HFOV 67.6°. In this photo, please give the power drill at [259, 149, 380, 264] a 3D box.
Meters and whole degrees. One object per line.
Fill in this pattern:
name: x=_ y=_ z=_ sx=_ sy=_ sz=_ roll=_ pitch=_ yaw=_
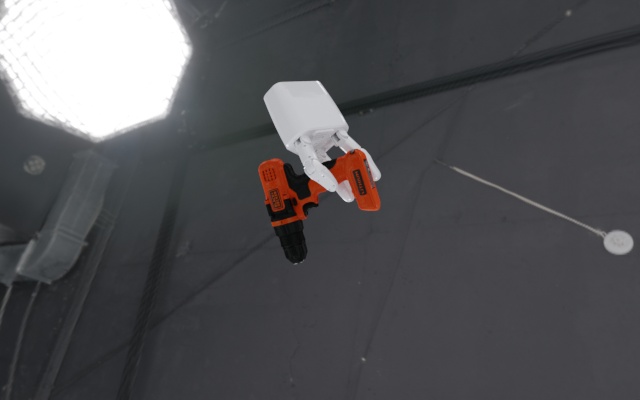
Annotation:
power drill: x=0.000 y=0.002 z=0.800 sx=0.187 sy=0.184 sz=0.057 roll=-16 pitch=5 yaw=14
